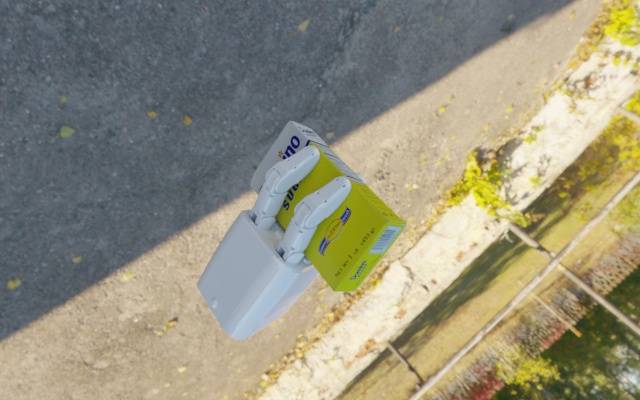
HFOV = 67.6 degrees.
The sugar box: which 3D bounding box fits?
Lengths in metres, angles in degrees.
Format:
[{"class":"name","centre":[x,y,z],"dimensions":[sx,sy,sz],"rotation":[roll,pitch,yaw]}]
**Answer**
[{"class":"sugar box","centre":[0.000,0.002,0.507],"dimensions":[0.176,0.093,0.048],"rotation":[46,20,31]}]
